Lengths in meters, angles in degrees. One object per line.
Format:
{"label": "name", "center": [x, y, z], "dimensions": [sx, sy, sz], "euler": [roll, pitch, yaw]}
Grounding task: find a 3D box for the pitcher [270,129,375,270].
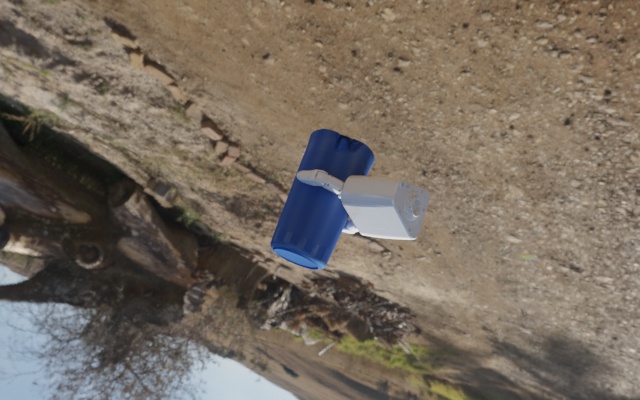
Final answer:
{"label": "pitcher", "center": [0.000, 0.003, 0.897], "dimensions": [0.145, 0.242, 0.149], "euler": [5, -26, 42]}
